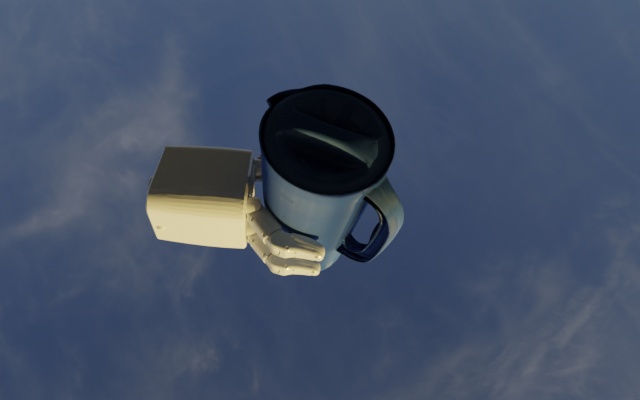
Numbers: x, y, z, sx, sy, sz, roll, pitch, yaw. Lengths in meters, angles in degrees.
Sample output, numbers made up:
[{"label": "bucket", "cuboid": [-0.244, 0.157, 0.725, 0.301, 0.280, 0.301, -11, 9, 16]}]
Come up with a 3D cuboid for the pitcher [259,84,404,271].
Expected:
[{"label": "pitcher", "cuboid": [0.000, 0.002, 0.552, 0.145, 0.149, 0.243, 4, -30, -6]}]
